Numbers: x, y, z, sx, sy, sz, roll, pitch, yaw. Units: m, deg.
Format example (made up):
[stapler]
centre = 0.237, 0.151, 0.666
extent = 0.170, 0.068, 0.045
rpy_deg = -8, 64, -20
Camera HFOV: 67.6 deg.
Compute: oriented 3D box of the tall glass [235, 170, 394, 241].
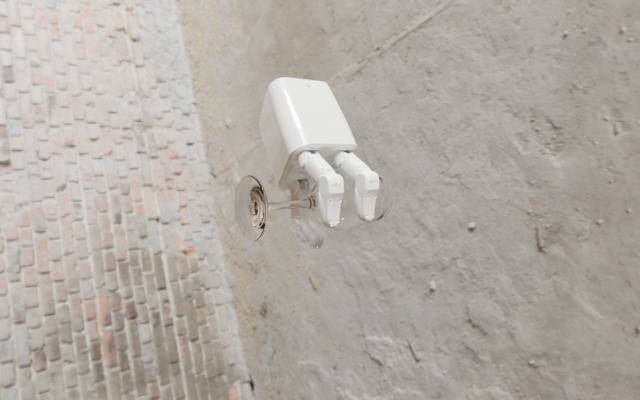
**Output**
[tall glass]
centre = 0.000, 0.002, 0.593
extent = 0.201, 0.079, 0.079
rpy_deg = -4, 3, -37
